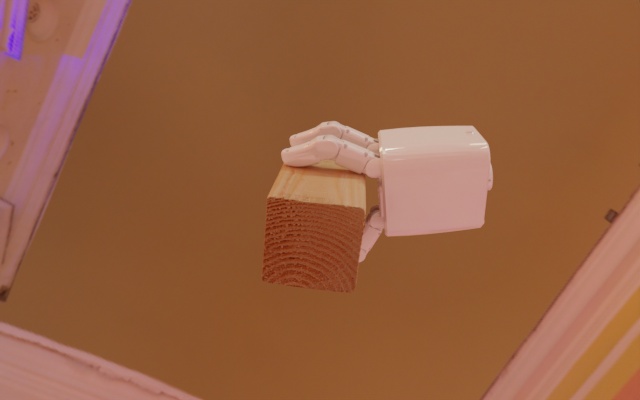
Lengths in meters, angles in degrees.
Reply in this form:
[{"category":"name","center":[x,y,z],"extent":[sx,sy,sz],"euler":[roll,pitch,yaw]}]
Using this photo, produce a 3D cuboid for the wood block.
[{"category":"wood block","center":[0.000,0.002,0.523],"extent":[0.090,0.091,0.206],"euler":[7,23,2]}]
